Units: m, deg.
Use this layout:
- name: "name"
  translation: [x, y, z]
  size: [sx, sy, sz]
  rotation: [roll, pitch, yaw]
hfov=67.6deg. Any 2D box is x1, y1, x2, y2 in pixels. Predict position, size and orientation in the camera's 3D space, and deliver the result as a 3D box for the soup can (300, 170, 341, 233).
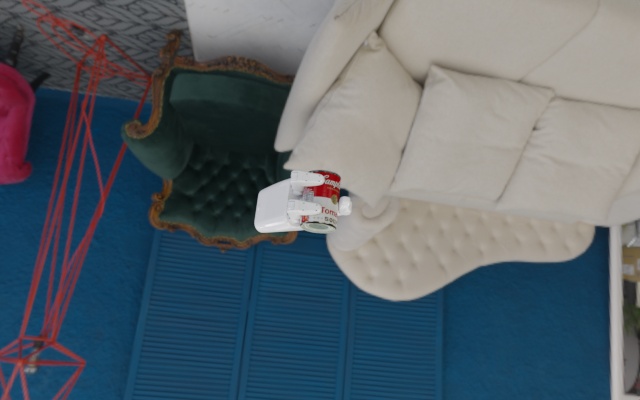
- name: "soup can"
  translation: [0.001, 0.003, 0.879]
  size: [0.068, 0.102, 0.068]
  rotation: [5, -18, 2]
